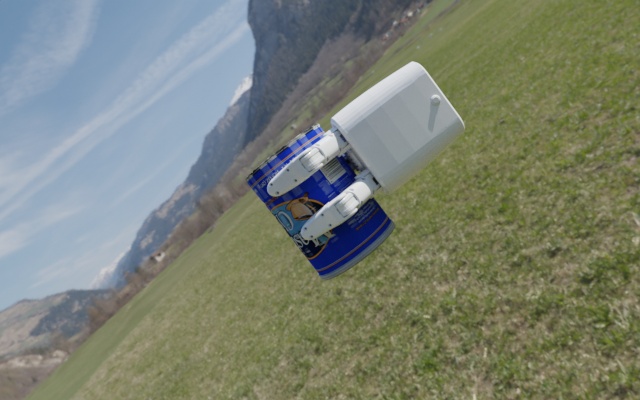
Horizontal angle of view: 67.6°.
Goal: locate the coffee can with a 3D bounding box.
[{"bbox_3d":[0.000,0.002,0.529,0.103,0.140,0.103,-37,3,3],"label":"coffee can"}]
